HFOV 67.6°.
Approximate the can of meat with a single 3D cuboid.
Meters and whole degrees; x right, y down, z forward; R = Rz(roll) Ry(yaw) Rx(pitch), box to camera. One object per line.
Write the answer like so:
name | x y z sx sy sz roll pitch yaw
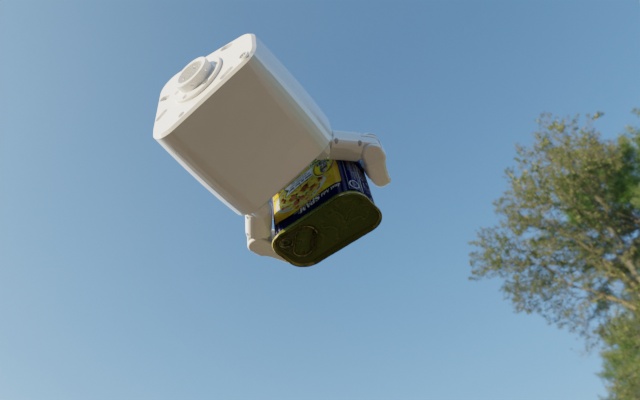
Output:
can of meat | 0.000 0.001 0.462 0.102 0.083 0.057 -33 -50 19
